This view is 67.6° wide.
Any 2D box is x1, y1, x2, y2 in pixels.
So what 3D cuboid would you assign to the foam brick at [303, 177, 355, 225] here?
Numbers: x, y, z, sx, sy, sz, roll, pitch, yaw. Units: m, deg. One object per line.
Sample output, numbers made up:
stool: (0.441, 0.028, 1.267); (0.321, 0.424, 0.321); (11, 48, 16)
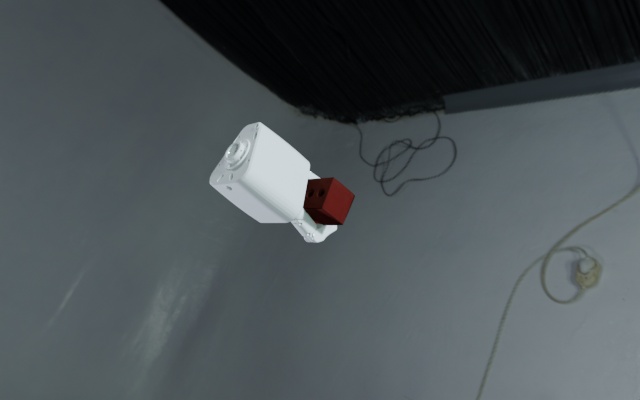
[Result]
foam brick: (0.000, 0.002, 0.710); (0.078, 0.053, 0.051); (-3, -33, 45)
